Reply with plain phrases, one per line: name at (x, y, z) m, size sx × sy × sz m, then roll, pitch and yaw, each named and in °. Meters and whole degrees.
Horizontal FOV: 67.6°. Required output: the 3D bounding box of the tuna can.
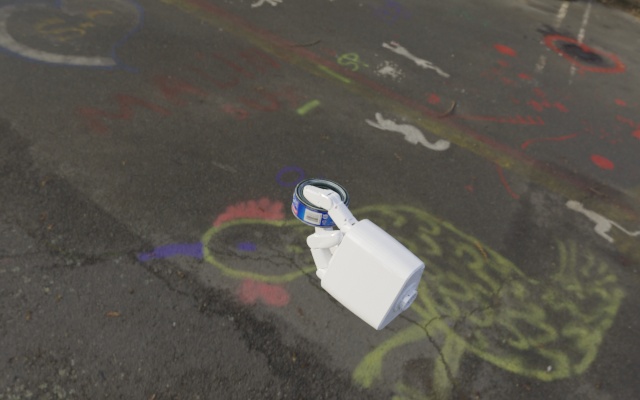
tuna can at (0.000, 0.002, 0.733) m, size 0.086 × 0.034 × 0.086 m, roll 7°, pitch 36°, yaw -6°
